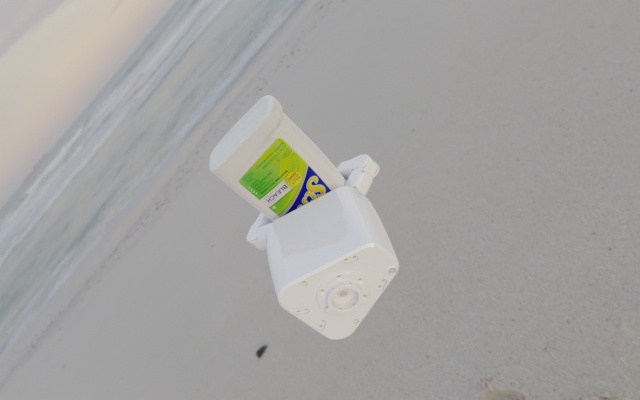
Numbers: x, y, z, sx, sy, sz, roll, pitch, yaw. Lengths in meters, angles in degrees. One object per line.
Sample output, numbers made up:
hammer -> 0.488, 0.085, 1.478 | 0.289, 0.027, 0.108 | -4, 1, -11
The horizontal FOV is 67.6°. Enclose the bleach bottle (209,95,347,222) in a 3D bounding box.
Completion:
bleach bottle -> 0.000, 0.002, 0.546 | 0.251, 0.102, 0.068 | 40, 15, -27
